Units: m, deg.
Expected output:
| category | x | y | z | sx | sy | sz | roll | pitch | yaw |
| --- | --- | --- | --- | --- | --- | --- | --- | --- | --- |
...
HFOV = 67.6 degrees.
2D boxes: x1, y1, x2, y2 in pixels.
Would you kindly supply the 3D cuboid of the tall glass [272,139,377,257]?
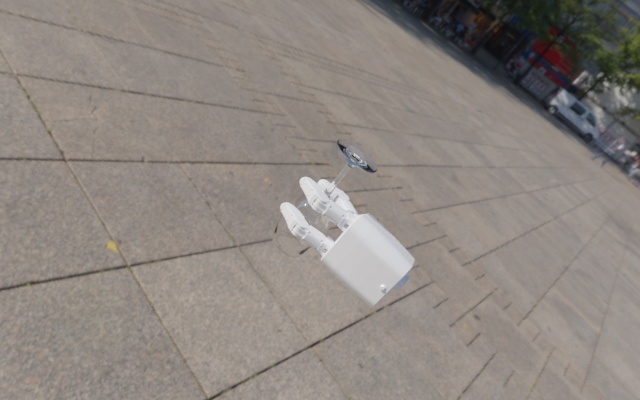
| category | x | y | z | sx | sy | sz | roll | pitch | yaw |
| --- | --- | --- | --- | --- | --- | --- | --- | --- | --- |
| tall glass | 0.000 | 0.002 | 0.754 | 0.079 | 0.079 | 0.201 | 0 | -44 | -51 |
